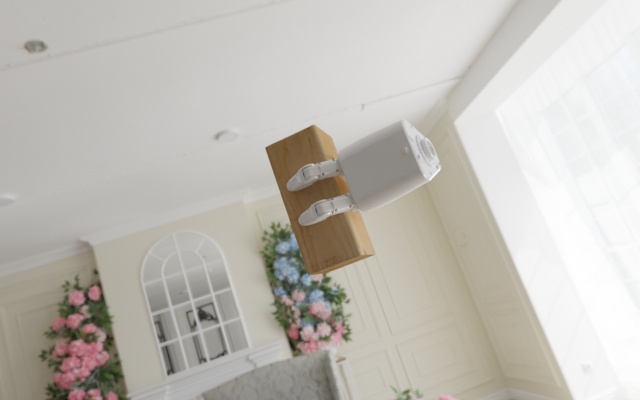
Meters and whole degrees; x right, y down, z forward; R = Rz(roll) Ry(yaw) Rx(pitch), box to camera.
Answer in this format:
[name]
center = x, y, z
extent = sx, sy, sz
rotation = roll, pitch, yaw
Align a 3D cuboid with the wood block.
[wood block]
center = 0.001, 0.002, 0.738
extent = 0.090, 0.206, 0.091
rotation = -23, -13, 16
